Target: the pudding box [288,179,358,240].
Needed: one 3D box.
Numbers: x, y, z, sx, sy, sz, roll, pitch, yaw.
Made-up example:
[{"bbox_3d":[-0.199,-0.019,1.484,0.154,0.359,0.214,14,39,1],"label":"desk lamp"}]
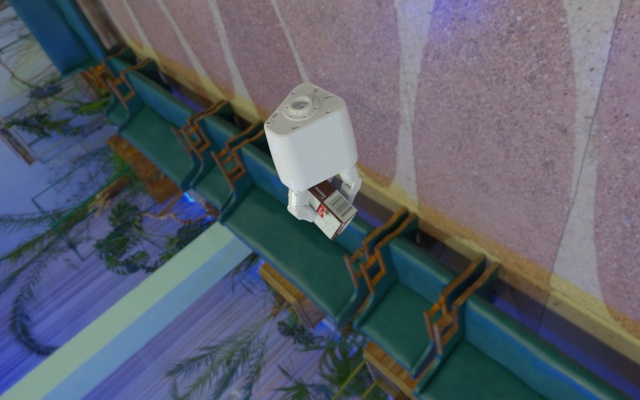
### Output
[{"bbox_3d":[0.000,0.003,0.769,0.039,0.113,0.090,-40,-9,-21],"label":"pudding box"}]
